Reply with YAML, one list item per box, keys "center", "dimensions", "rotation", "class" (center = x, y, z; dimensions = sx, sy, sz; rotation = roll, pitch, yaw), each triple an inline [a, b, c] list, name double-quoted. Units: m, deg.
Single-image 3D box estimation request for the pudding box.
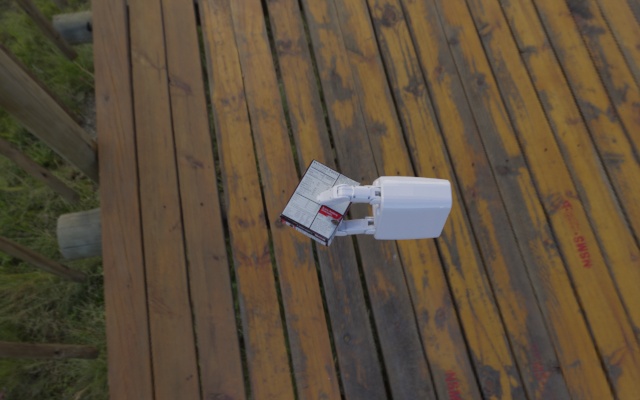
- center: [0.000, 0.002, 0.760]
  dimensions: [0.090, 0.113, 0.039]
  rotation: [28, -19, 7]
  class: "pudding box"
